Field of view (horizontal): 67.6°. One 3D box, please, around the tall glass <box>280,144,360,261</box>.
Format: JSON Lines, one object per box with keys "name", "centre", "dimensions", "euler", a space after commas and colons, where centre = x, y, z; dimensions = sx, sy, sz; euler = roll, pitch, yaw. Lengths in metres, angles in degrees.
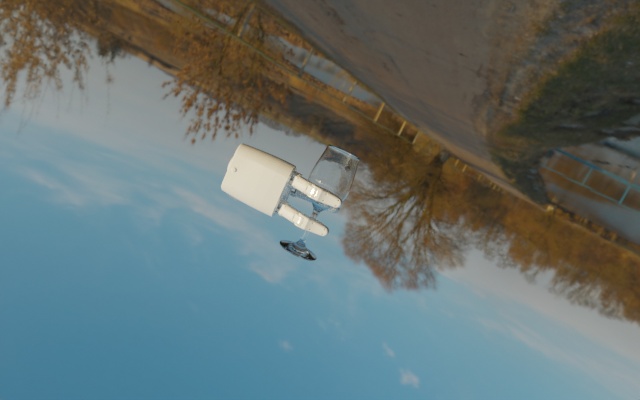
{"name": "tall glass", "centre": [0.000, 0.003, 0.856], "dimensions": [0.079, 0.201, 0.079], "euler": [25, 10, -4]}
